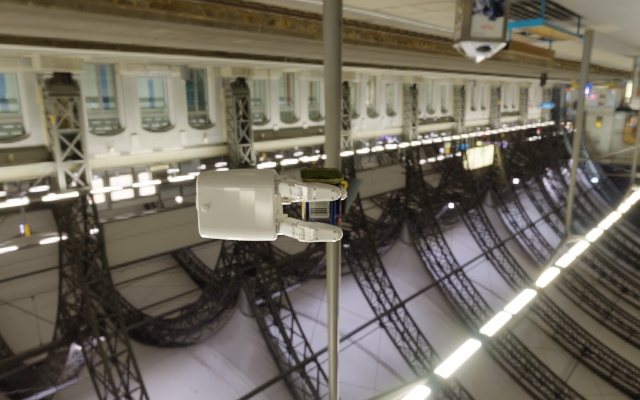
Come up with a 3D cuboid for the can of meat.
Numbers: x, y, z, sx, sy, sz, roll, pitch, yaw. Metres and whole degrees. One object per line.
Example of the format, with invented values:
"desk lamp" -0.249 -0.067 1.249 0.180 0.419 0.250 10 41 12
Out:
"can of meat" 0.000 0.002 0.676 0.057 0.084 0.102 0 13 -3
